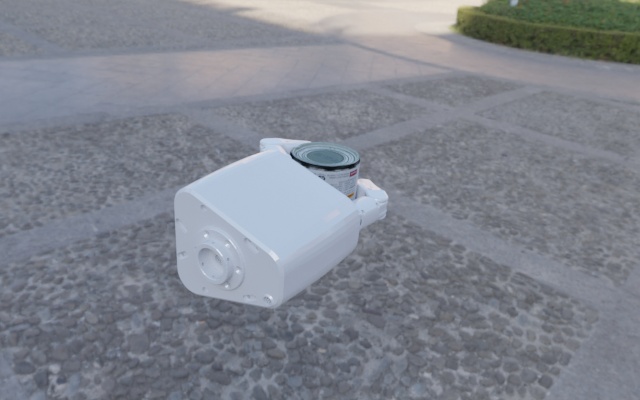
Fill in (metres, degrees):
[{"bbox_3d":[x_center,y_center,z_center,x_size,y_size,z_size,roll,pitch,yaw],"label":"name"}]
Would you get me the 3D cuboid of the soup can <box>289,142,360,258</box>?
[{"bbox_3d":[0.000,0.001,0.466,0.068,0.102,0.068,4,25,-2],"label":"soup can"}]
